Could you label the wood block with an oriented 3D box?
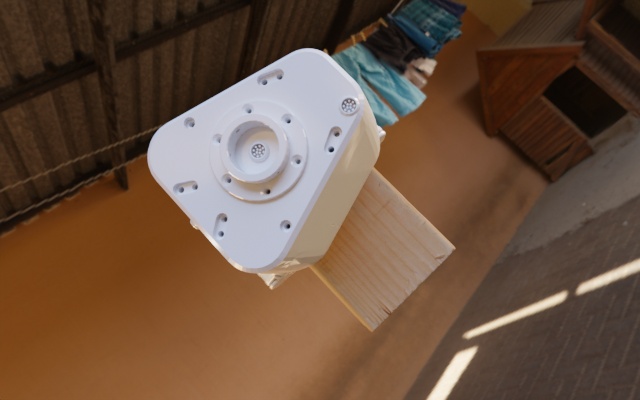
[{"bbox_3d":[0.000,0.001,0.407,0.091,0.206,0.090,-43,-9,-7],"label":"wood block"}]
